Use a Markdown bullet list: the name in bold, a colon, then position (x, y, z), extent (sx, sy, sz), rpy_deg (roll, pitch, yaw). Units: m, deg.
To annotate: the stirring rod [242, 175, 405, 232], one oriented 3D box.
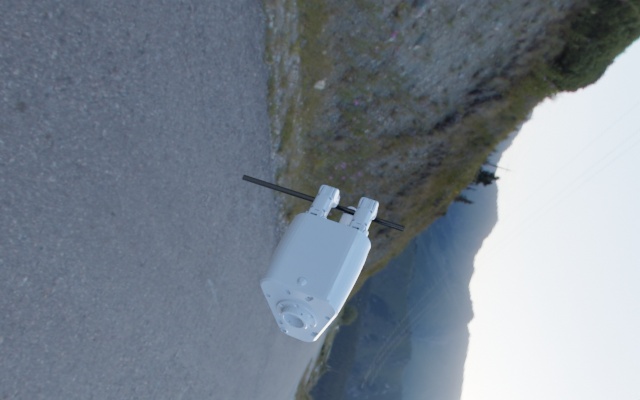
- **stirring rod**: position (0.000, 0.002, 0.666), extent (0.239, 0.011, 0.011), rpy_deg (18, 4, 13)
